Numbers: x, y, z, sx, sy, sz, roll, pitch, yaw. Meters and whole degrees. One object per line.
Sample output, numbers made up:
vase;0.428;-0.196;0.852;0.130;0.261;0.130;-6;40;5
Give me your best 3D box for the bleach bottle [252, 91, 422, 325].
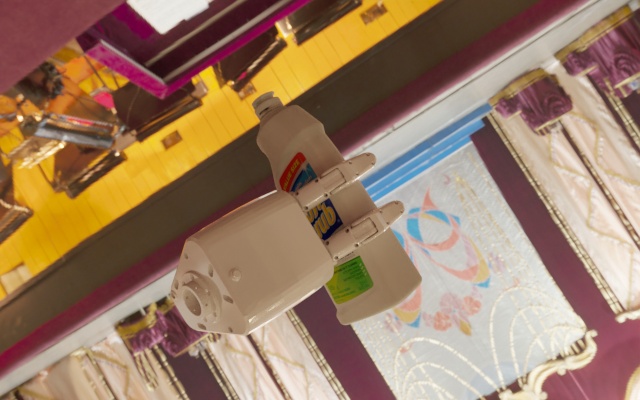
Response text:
bleach bottle;0.000;0.002;0.505;0.068;0.251;0.102;-29;-5;-45
